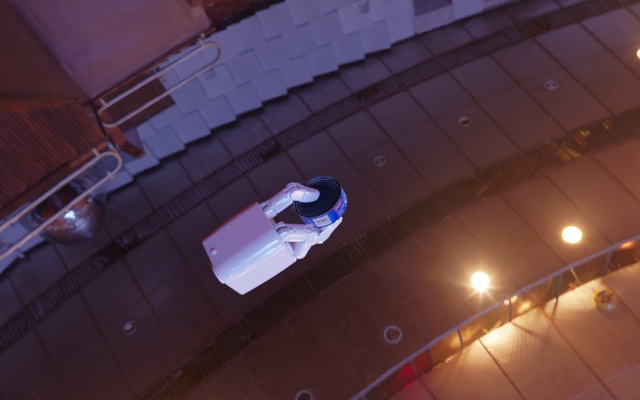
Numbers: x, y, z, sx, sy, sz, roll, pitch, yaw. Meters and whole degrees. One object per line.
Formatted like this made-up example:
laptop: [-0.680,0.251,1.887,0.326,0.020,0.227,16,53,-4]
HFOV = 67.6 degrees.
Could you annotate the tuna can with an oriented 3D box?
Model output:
tuna can: [0.000,0.003,0.792,0.086,0.086,0.034,0,-36,28]
